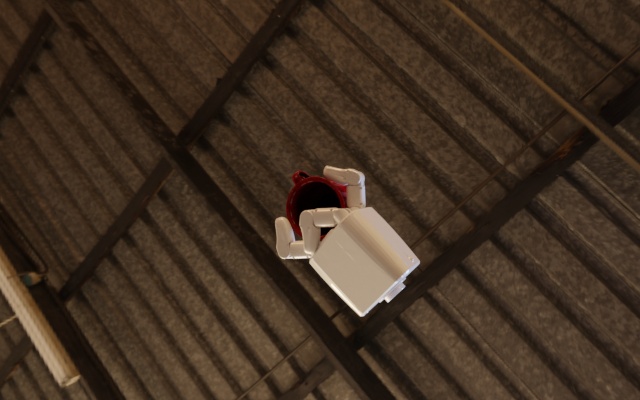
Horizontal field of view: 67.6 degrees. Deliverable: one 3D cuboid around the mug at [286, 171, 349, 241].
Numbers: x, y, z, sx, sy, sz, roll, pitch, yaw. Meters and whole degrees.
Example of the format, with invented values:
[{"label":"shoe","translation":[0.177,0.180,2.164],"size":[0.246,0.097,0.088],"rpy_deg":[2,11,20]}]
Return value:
[{"label":"mug","translation":[-0.001,0.001,0.724],"size":[0.093,0.117,0.081],"rpy_deg":[-45,-16,19]}]
